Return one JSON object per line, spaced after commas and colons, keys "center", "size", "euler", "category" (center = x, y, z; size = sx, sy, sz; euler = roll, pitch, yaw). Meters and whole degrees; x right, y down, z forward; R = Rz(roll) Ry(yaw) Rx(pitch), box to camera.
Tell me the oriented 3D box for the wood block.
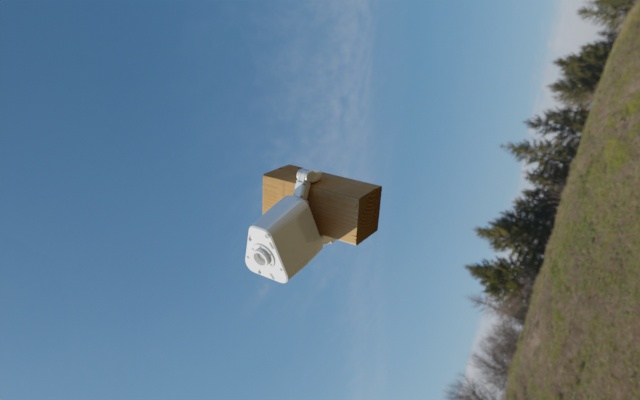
{"center": [0.000, 0.003, 0.890], "size": [0.206, 0.091, 0.090], "euler": [15, 24, 29], "category": "wood block"}
